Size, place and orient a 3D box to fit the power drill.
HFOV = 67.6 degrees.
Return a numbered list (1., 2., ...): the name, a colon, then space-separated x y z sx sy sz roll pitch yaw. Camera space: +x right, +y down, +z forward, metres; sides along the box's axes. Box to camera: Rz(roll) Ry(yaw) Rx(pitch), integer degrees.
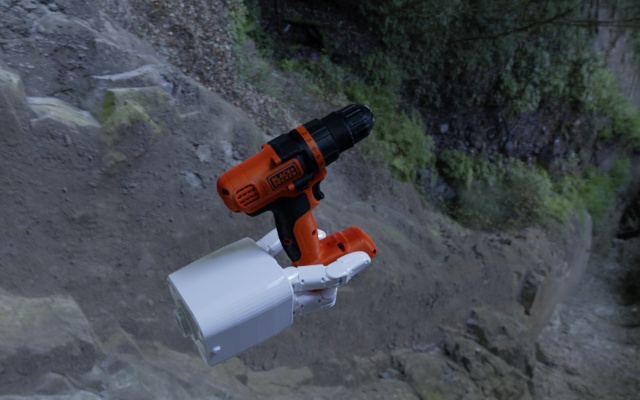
1. power drill: 0.000 0.002 0.544 0.184 0.188 0.057 -30 33 -6
